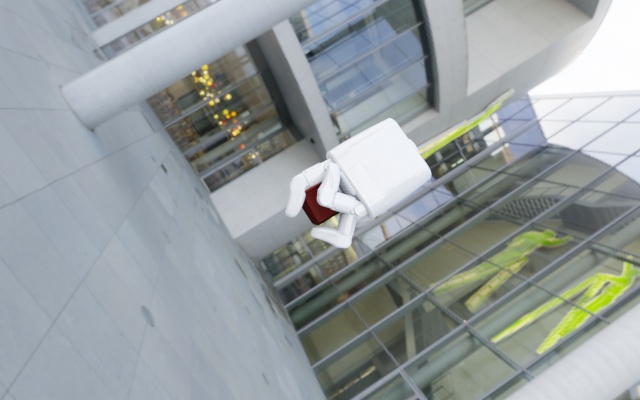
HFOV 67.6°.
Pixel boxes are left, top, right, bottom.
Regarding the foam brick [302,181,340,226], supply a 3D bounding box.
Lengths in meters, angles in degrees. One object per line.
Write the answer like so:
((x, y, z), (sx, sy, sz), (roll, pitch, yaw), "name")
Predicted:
((0.000, 0.002, 0.724), (0.051, 0.053, 0.078), (-32, 5, -7), "foam brick")
